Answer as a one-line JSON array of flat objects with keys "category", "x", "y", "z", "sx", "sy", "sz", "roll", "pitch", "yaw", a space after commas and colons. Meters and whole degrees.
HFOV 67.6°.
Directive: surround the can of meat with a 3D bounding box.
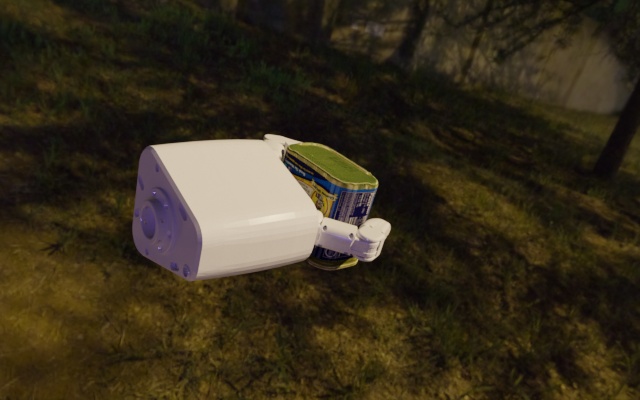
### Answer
[{"category": "can of meat", "x": 0.000, "y": 0.001, "z": 0.448, "sx": 0.057, "sy": 0.084, "sz": 0.102, "roll": -5, "pitch": 30, "yaw": -40}]
